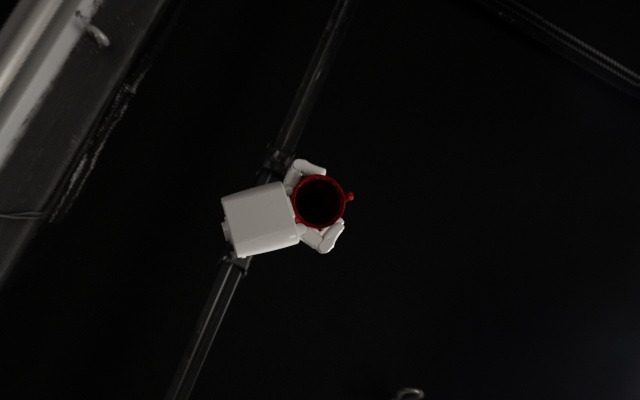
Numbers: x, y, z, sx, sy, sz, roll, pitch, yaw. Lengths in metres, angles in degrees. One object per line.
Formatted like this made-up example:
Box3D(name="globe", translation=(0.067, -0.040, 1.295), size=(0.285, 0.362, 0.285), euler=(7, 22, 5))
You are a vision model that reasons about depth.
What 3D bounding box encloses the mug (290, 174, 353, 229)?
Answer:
Box3D(name="mug", translation=(0.001, 0.002, 0.847), size=(0.117, 0.093, 0.081), euler=(-14, -3, -13))
